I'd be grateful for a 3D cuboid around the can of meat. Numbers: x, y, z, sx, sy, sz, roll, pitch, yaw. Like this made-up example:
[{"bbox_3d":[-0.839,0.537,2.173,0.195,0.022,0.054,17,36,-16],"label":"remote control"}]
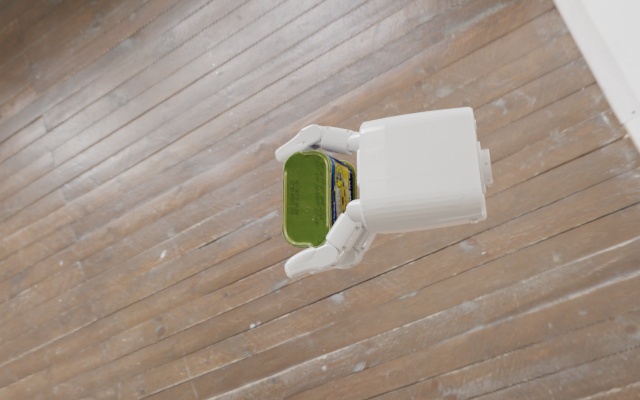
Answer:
[{"bbox_3d":[0.000,0.002,0.503,0.057,0.102,0.084,-2,-6,20],"label":"can of meat"}]
